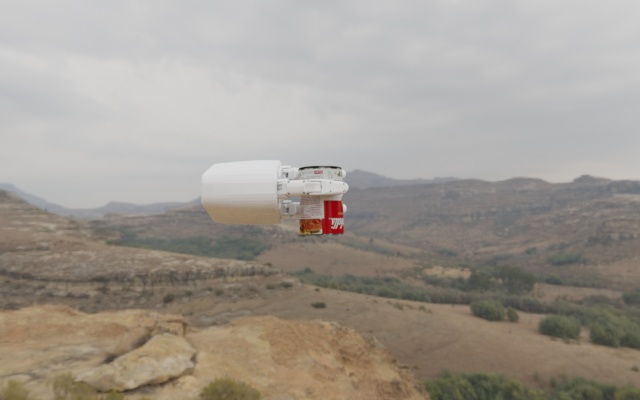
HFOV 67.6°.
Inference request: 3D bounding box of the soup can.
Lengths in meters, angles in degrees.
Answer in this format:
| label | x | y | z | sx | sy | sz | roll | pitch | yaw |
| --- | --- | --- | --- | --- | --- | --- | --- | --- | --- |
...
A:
| label | x | y | z | sx | sy | sz | roll | pitch | yaw |
| --- | --- | --- | --- | --- | --- | --- | --- | --- | --- |
| soup can | 0.001 | 0.002 | 0.711 | 0.068 | 0.102 | 0.068 | -1 | -3 | 0 |
